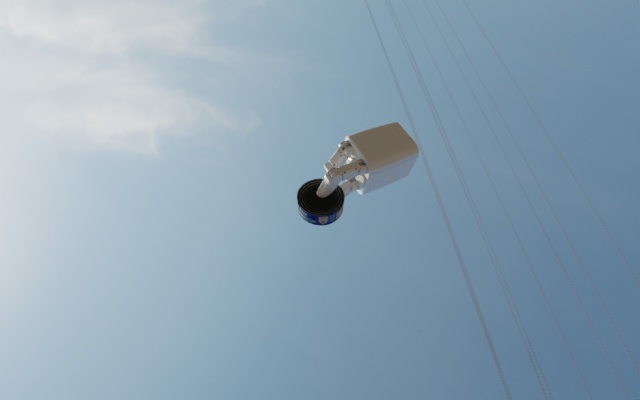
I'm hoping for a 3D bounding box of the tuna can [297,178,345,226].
[{"bbox_3d":[0.000,0.003,0.864,0.086,0.086,0.034,0,-39,-2],"label":"tuna can"}]
